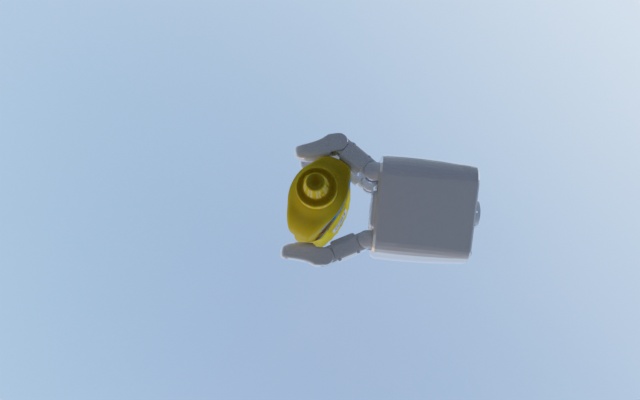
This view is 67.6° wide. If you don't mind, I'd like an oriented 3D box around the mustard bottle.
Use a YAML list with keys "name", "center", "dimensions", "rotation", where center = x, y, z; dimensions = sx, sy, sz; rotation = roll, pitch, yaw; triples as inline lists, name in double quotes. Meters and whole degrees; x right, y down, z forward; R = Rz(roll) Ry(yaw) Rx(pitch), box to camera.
- name: "mustard bottle"
  center: [0.000, 0.002, 0.538]
  dimensions: [0.058, 0.096, 0.192]
  rotation: [30, -8, 8]
